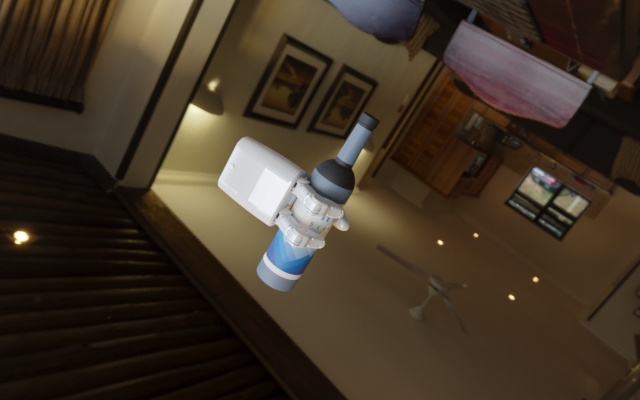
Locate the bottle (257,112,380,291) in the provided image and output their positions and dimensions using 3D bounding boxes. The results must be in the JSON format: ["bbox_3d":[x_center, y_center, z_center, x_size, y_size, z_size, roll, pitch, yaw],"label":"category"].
[{"bbox_3d":[0.000,0.003,0.715,0.069,0.296,0.069,28,18,-10],"label":"bottle"}]
